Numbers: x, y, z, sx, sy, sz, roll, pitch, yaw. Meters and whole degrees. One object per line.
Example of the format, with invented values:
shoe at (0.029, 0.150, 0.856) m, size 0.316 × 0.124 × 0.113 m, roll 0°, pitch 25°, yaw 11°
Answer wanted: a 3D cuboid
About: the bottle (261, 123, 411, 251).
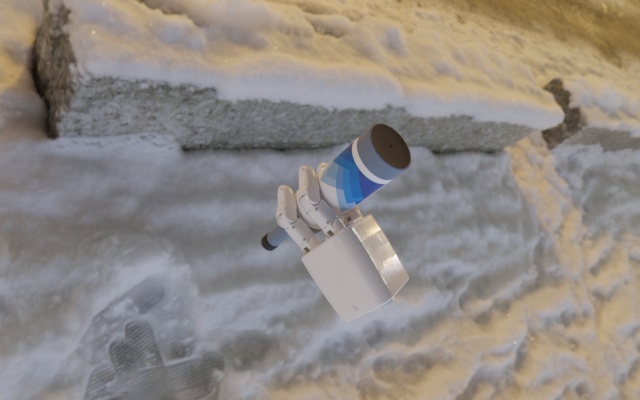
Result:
bottle at (0.000, 0.002, 0.667) m, size 0.069 × 0.069 × 0.296 m, roll 0°, pitch -27°, yaw -40°
